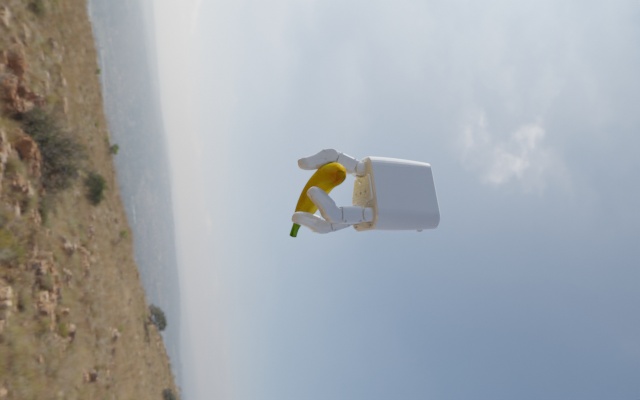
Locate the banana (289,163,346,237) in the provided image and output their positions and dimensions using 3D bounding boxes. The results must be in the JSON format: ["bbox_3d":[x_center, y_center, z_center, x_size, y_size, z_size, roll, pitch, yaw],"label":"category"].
[{"bbox_3d":[-0.001,-0.012,0.728,0.037,0.069,0.198,11,-33,-17],"label":"banana"}]
